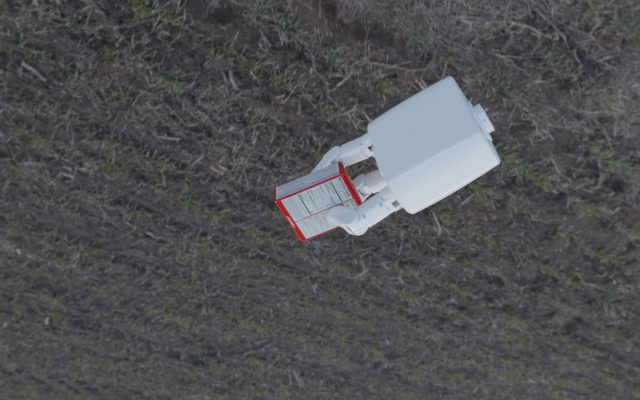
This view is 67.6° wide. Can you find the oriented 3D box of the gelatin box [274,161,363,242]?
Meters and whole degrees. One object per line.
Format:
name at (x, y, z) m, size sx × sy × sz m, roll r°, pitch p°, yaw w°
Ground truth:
gelatin box at (0.000, 0.002, 0.569) m, size 0.089 × 0.073 × 0.030 m, roll -22°, pitch 38°, yaw 11°
